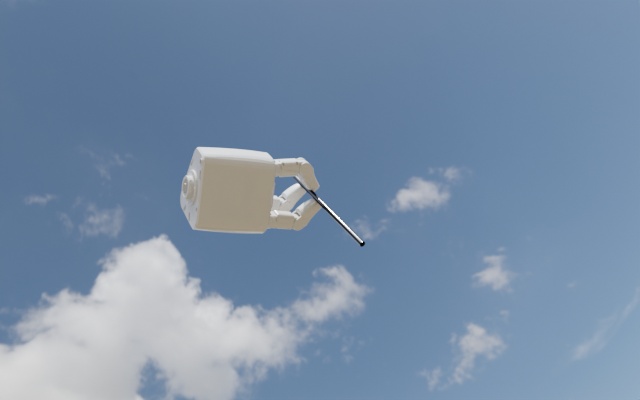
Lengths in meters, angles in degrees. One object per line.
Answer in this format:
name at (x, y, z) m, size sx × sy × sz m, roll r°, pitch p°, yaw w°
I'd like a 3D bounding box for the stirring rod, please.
stirring rod at (0.000, 0.002, 0.712) m, size 0.011 × 0.011 × 0.239 m, roll 0°, pitch 27°, yaw -31°
